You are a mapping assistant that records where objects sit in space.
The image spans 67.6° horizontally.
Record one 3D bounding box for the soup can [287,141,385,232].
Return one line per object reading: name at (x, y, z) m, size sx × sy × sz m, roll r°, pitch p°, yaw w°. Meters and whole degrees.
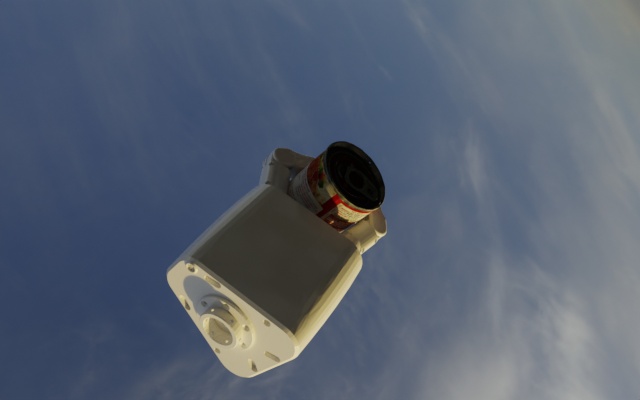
soup can at (0.000, 0.001, 0.439) m, size 0.068 × 0.068 × 0.102 m, roll 0°, pitch -27°, yaw -43°
